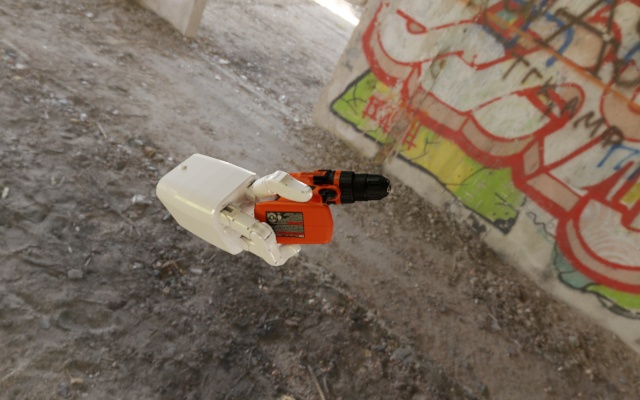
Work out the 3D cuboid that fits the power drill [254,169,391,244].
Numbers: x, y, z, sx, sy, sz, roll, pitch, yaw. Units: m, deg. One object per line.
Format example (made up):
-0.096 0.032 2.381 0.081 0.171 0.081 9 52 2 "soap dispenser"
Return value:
0.000 0.002 0.674 0.184 0.057 0.187 -1 17 15 "power drill"
